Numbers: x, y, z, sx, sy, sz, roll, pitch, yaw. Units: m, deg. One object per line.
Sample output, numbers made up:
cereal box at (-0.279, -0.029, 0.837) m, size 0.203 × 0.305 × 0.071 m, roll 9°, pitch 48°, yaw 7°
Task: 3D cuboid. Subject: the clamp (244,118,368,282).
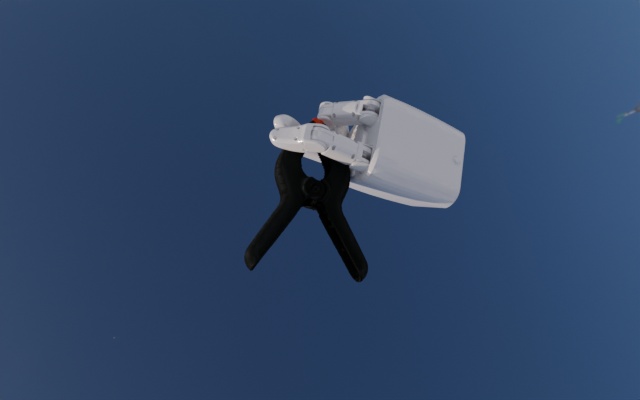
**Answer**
clamp at (0.000, 0.002, 0.482) m, size 0.120 × 0.171 × 0.039 m, roll 19°, pitch -21°, yaw -17°
